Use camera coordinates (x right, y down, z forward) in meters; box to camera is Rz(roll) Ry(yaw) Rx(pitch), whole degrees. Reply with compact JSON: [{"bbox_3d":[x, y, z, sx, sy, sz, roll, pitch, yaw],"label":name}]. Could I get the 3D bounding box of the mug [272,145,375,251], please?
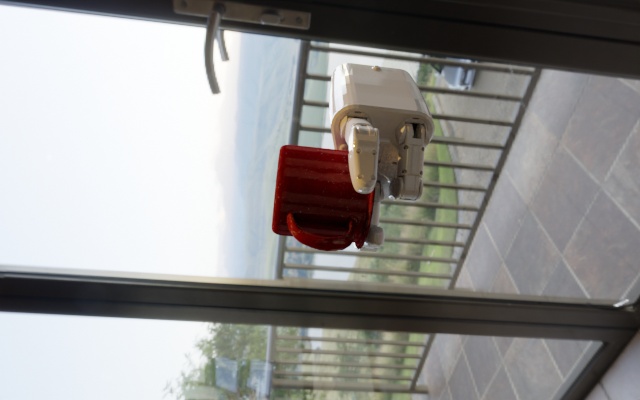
[{"bbox_3d":[0.000,0.002,0.420,0.081,0.093,0.117,6,39,-5],"label":"mug"}]
